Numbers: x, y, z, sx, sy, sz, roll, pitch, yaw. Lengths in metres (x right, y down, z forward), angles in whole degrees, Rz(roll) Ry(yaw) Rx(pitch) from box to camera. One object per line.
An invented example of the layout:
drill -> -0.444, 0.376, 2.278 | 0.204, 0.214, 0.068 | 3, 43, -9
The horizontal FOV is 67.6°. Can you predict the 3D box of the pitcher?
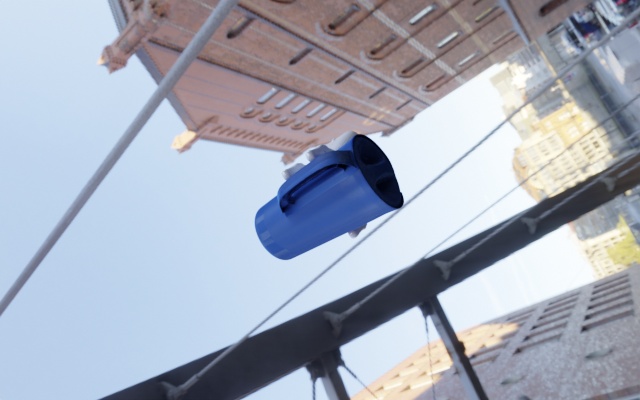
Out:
pitcher -> 0.000, 0.003, 0.788 | 0.243, 0.149, 0.145 | -32, 14, 28
